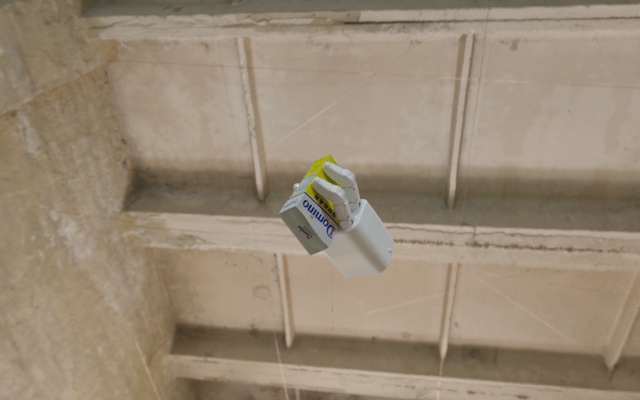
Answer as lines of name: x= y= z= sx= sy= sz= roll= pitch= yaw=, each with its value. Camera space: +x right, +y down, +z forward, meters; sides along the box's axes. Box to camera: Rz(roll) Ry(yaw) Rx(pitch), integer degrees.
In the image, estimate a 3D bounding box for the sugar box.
sugar box: x=0.001 y=0.003 z=0.824 sx=0.048 sy=0.093 sz=0.176 roll=-25 pitch=22 yaw=31
